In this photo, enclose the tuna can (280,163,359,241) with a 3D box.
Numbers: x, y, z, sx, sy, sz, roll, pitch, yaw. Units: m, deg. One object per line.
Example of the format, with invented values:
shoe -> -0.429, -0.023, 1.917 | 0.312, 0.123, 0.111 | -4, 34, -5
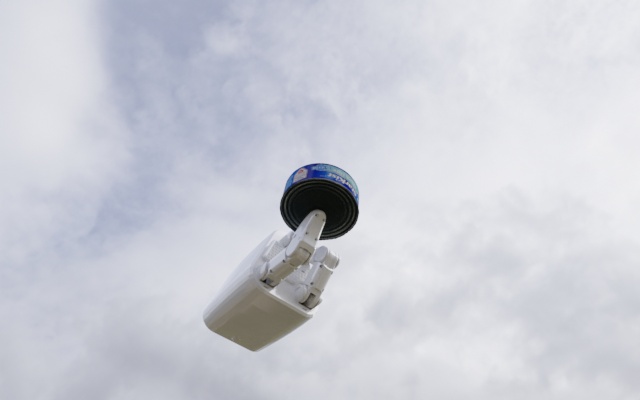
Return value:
tuna can -> 0.000, 0.001, 0.525 | 0.086, 0.086, 0.033 | 0, 38, 7
